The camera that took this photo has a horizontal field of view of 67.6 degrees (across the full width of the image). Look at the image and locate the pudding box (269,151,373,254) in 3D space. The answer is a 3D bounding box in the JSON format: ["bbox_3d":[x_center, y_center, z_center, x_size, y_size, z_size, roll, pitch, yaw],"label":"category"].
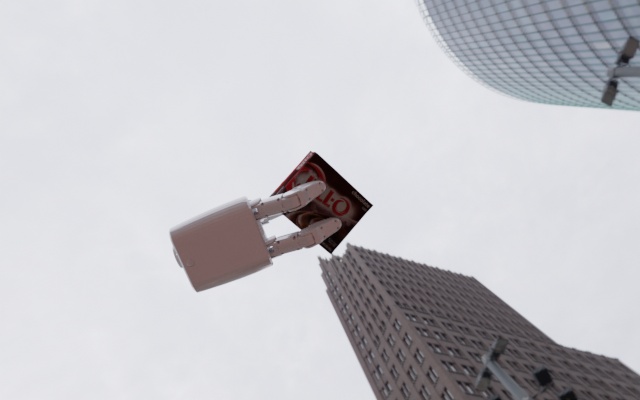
[{"bbox_3d":[0.000,0.002,0.644,0.113,0.090,0.039,41,0,-19],"label":"pudding box"}]
